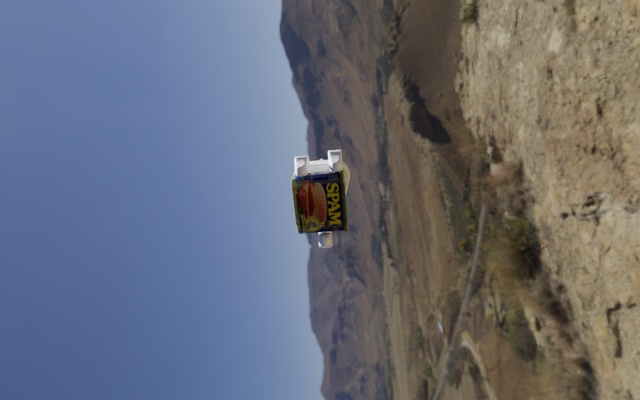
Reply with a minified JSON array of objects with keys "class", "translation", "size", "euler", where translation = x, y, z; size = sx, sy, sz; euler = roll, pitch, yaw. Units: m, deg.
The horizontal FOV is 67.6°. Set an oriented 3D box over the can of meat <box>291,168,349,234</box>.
[{"class":"can of meat","translation":[0.000,0.003,0.777],"size":[0.084,0.102,0.057],"euler":[-4,14,3]}]
